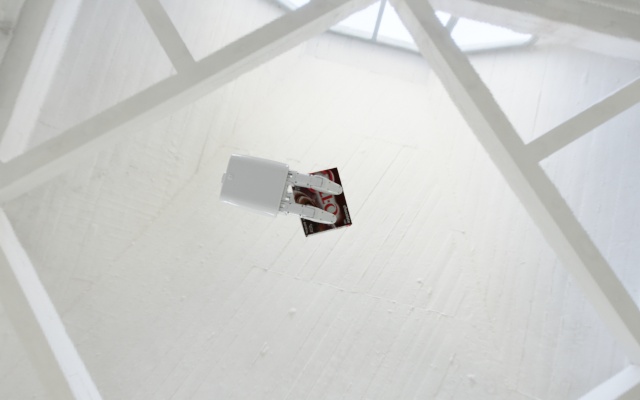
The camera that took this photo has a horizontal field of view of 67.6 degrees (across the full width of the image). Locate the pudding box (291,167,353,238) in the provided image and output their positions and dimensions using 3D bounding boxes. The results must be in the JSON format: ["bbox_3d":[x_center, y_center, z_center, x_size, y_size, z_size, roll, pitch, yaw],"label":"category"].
[{"bbox_3d":[0.000,0.003,0.873,0.090,0.113,0.039,-14,-6,-7],"label":"pudding box"}]
